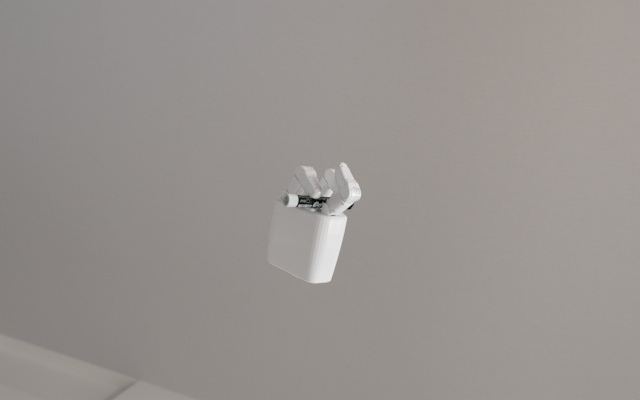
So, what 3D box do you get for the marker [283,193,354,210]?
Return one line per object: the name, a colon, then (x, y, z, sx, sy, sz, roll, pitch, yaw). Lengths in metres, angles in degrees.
marker: (0.000, 0.002, 0.704, 0.121, 0.020, 0.020, 3, -2, -36)
